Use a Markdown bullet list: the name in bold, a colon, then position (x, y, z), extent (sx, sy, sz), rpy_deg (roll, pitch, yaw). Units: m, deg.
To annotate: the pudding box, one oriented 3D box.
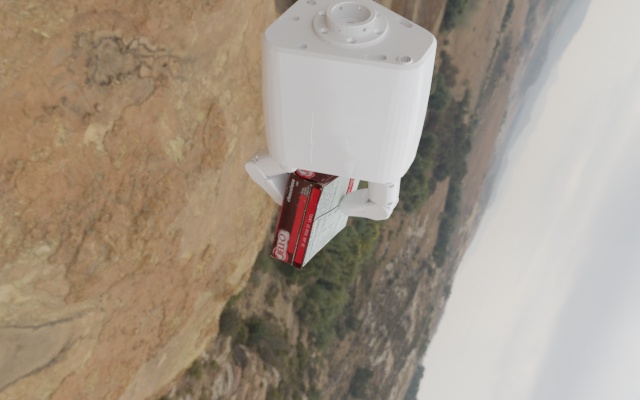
- **pudding box**: position (0.000, 0.002, 0.461), extent (0.039, 0.090, 0.113), rpy_deg (25, 28, 18)
